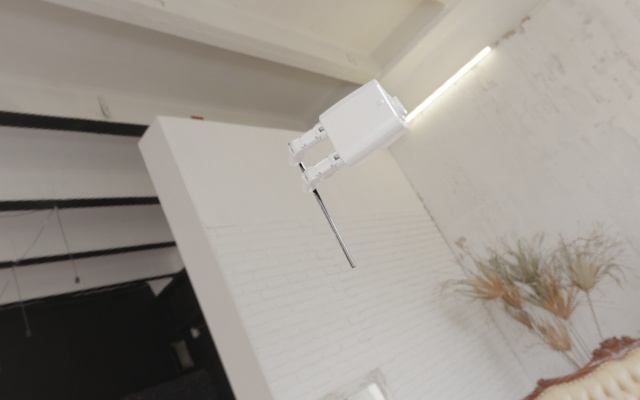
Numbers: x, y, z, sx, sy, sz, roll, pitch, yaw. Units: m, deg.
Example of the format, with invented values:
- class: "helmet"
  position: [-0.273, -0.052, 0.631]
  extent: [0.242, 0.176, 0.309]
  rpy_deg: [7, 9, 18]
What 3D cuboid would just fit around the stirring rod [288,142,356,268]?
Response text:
- class: "stirring rod"
  position: [0.000, 0.003, 0.780]
  extent: [0.011, 0.239, 0.011]
  rpy_deg: [-24, -20, -9]
